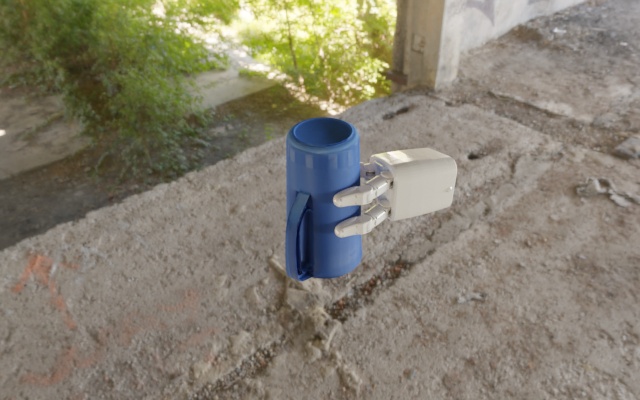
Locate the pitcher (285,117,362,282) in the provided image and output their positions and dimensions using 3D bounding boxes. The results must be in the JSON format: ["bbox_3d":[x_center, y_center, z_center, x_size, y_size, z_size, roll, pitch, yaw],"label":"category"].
[{"bbox_3d":[0.000,0.002,0.757,0.145,0.243,0.149,-9,36,-11],"label":"pitcher"}]
